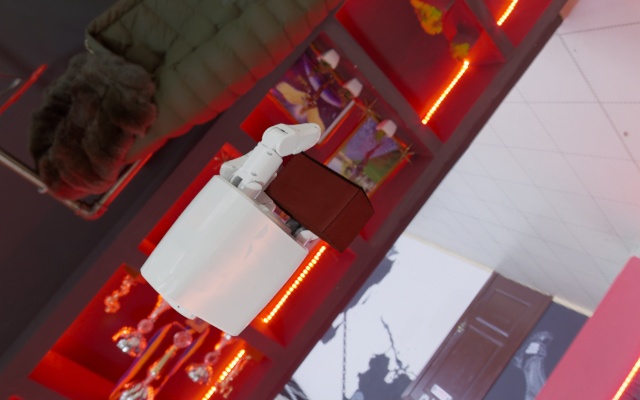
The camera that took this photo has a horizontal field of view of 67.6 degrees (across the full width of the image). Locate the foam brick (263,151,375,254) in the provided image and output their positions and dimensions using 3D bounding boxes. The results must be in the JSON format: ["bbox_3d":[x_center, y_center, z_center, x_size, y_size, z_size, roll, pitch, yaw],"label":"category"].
[{"bbox_3d":[0.000,0.001,0.431,0.078,0.051,0.053,33,-11,32],"label":"foam brick"}]
